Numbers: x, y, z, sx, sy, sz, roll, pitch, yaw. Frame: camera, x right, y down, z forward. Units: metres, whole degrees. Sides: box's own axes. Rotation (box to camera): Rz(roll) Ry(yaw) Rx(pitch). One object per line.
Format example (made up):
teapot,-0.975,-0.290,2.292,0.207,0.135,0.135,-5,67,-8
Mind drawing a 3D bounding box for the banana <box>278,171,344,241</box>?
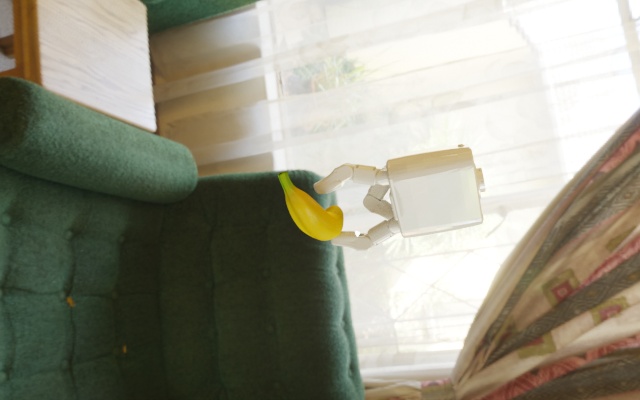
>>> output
banana,0.001,0.019,0.620,0.037,0.069,0.198,-10,-17,16
